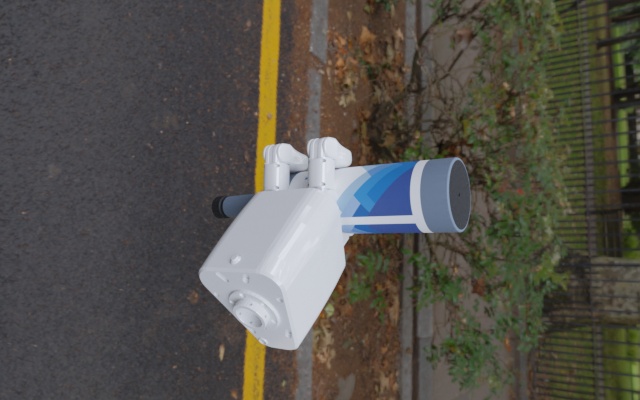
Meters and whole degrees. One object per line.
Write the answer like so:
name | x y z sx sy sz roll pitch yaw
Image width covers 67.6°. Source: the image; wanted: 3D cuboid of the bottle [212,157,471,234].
bottle | 0.000 0.002 0.501 0.296 0.069 0.069 -3 -2 33
